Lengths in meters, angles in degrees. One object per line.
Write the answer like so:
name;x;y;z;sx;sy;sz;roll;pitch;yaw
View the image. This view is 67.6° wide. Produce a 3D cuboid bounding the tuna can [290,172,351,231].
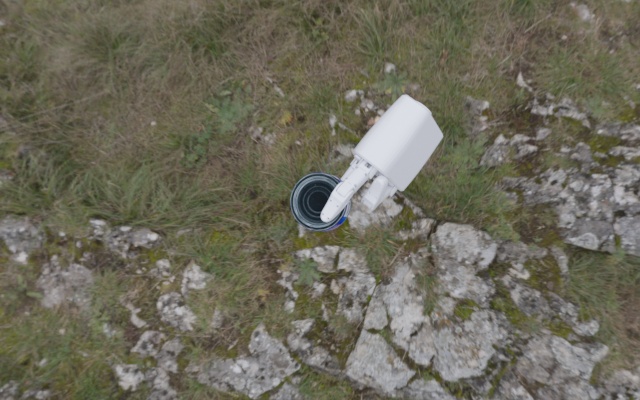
tuna can;0.000;0.002;0.692;0.086;0.086;0.034;0;-2;14
